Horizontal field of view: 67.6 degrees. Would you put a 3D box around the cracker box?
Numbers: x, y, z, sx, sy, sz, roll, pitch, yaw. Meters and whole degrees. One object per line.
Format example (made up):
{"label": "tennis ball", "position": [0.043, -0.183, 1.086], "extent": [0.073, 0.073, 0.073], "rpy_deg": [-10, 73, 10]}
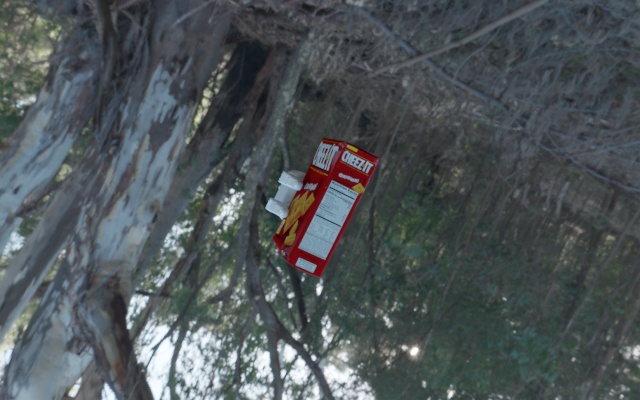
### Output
{"label": "cracker box", "position": [0.000, 0.003, 0.816], "extent": [0.072, 0.214, 0.164], "rpy_deg": [25, 3, -16]}
